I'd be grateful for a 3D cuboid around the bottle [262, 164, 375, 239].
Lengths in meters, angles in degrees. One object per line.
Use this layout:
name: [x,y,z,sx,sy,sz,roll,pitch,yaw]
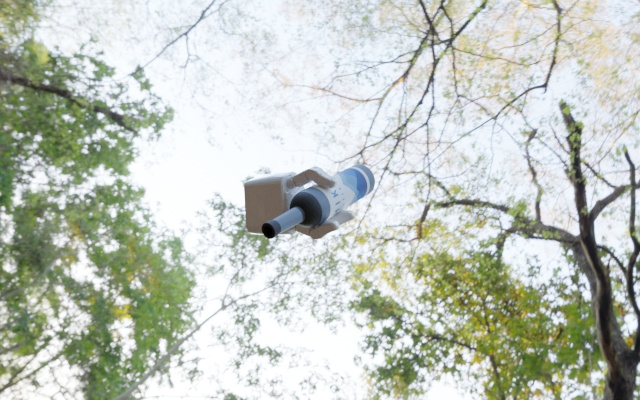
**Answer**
bottle: [0.000,0.003,0.855,0.069,0.069,0.295,0,18,36]
